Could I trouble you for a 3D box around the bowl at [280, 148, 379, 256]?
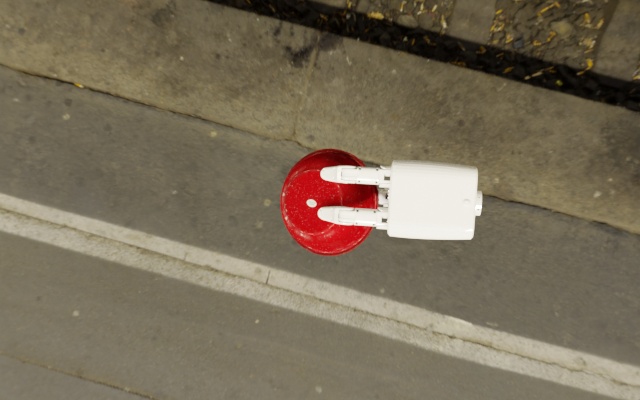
[{"bbox_3d":[-0.001,0.003,0.695,0.162,0.162,0.055,0,0,25],"label":"bowl"}]
